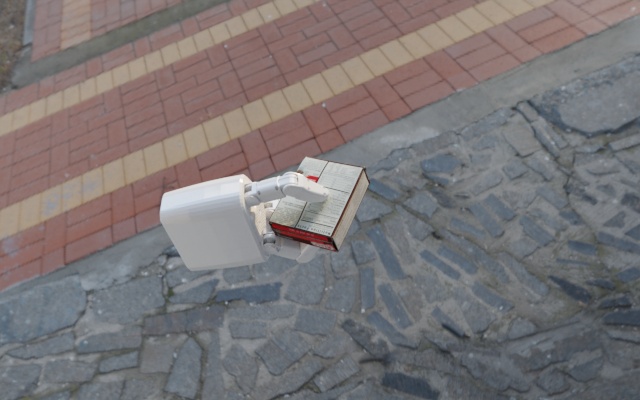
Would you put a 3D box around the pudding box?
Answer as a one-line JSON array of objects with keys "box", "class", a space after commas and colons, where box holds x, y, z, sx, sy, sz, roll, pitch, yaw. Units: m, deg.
[{"box": [0.000, 0.002, 0.600, 0.090, 0.113, 0.039, 13, -29, 24], "class": "pudding box"}]
